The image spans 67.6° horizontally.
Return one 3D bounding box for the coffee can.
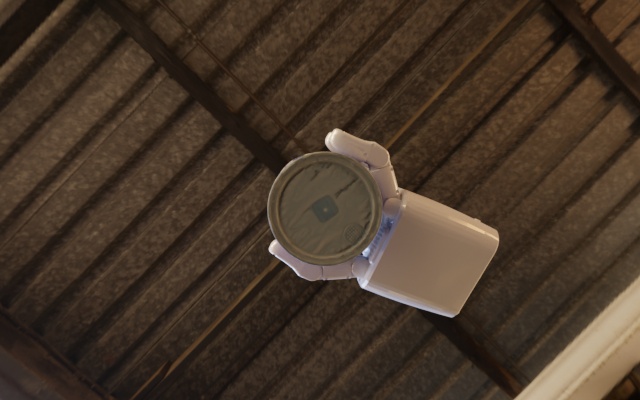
[{"bbox_3d":[0.000,0.002,0.491,0.103,0.103,0.140,0,6,-4],"label":"coffee can"}]
